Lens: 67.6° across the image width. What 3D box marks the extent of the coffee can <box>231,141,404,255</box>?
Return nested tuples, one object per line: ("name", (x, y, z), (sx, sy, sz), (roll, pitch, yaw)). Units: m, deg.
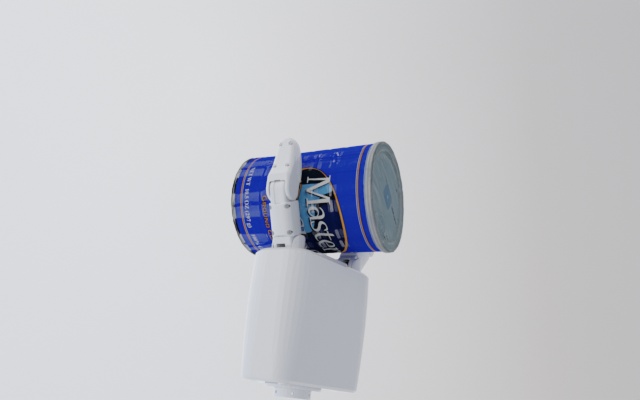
("coffee can", (0.000, 0.001, 0.467), (0.140, 0.103, 0.103), (-4, -2, 24))
